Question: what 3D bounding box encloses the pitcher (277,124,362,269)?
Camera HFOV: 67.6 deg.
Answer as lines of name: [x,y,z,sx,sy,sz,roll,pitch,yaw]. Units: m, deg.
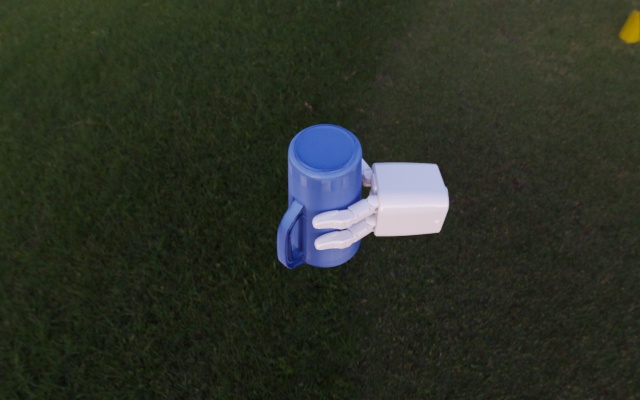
pitcher: [0.000,0.002,0.776,0.145,0.149,0.243,-1,-37,0]
